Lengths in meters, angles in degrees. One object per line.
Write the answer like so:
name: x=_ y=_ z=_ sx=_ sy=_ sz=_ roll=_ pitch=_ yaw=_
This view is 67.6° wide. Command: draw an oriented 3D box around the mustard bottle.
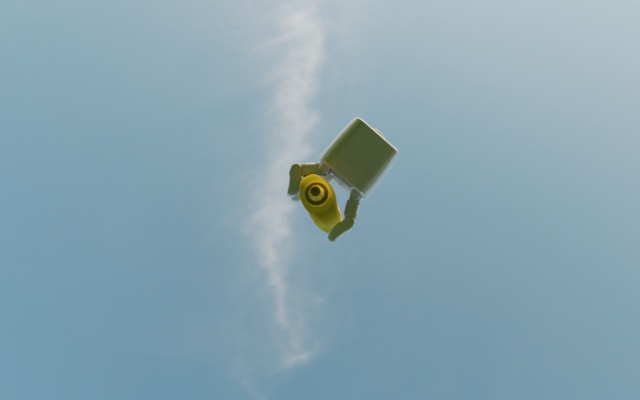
mustard bottle: x=0.000 y=0.003 z=0.853 sx=0.058 sy=0.096 sz=0.192 roll=-27 pitch=-12 yaw=-1
